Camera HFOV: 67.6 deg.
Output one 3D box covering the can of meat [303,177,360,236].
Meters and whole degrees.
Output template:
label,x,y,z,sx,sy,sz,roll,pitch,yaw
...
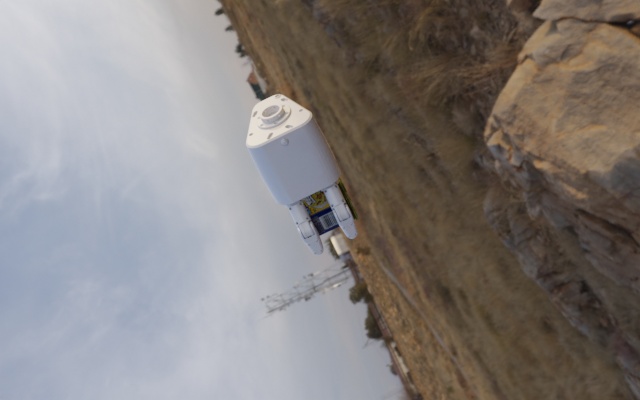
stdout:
label,x,y,z,sx,sy,sz,roll,pitch,yaw
can of meat,0.000,0.002,0.717,0.084,0.057,0.102,-25,44,1
